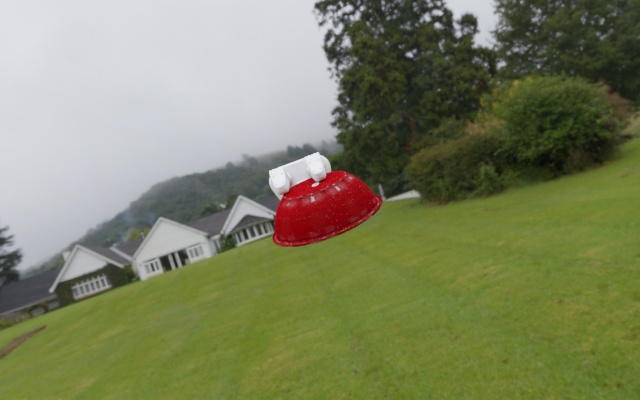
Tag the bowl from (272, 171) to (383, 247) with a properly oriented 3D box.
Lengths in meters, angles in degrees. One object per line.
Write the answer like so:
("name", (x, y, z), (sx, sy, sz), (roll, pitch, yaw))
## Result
("bowl", (0.000, 0.002, 0.655), (0.162, 0.055, 0.162), (-19, 16, 6))
